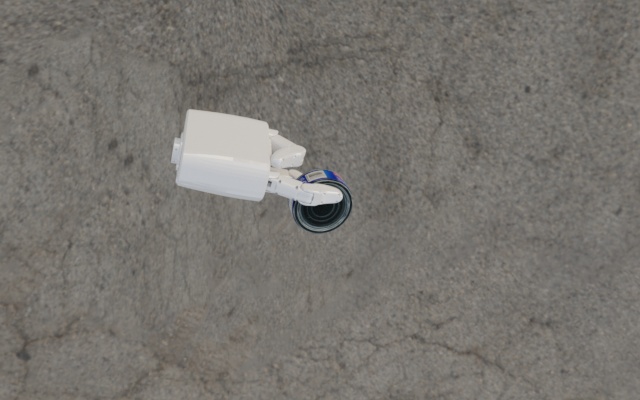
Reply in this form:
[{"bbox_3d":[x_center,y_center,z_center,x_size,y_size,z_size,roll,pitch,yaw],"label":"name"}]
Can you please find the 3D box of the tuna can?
[{"bbox_3d":[0.000,0.002,0.648,0.086,0.086,0.033,0,28,-17],"label":"tuna can"}]
